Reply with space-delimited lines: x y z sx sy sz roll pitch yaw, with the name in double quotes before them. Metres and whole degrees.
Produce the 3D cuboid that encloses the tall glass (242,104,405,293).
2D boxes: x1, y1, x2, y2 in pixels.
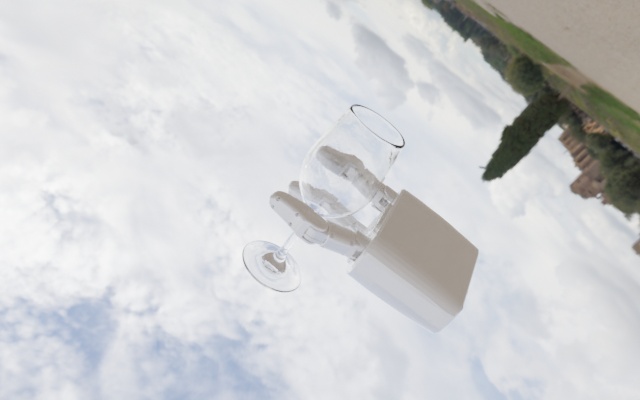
"tall glass" 0.000 0.002 0.482 0.079 0.201 0.079 28 28 -17
